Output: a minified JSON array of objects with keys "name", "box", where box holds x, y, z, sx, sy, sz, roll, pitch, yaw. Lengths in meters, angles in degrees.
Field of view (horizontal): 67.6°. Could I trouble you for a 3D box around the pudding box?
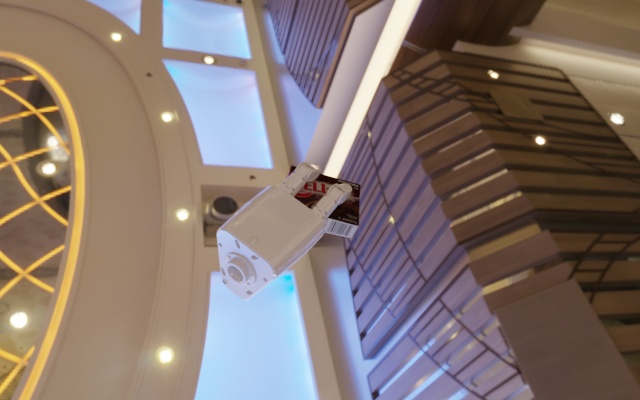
[{"name":"pudding box","box":[0.000,0.002,0.696,0.113,0.090,0.039,17,-47,-9]}]
